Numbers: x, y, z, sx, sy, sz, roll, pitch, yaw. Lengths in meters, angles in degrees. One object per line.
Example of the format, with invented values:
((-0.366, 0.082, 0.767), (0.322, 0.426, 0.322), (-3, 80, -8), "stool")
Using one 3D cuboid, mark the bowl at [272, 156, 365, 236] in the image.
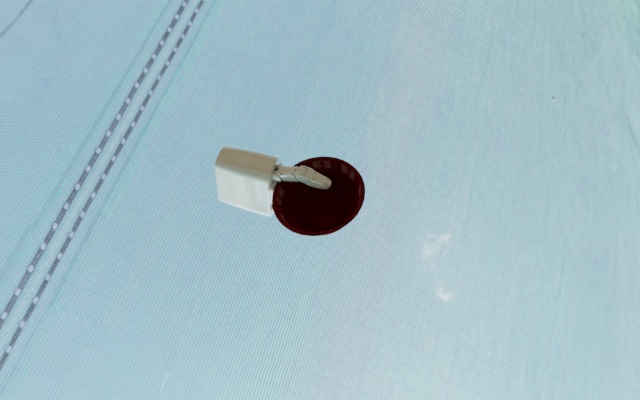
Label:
((0.001, 0.003, 0.830), (0.162, 0.162, 0.055), (0, -33, 13), "bowl")
